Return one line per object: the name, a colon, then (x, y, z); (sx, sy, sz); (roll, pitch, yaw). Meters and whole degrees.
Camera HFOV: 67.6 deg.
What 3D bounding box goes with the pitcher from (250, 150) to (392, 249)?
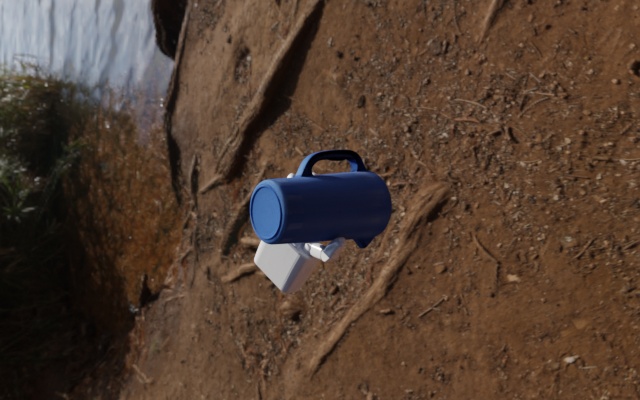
pitcher: (0.000, 0.003, 0.854); (0.243, 0.145, 0.149); (-3, 45, -41)
